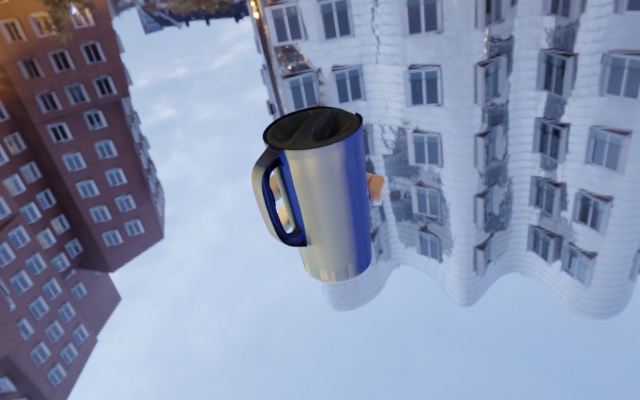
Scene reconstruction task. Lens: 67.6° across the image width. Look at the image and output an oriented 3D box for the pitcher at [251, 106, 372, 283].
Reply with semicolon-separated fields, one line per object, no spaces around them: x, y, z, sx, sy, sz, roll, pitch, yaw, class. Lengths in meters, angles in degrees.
0.000;0.002;0.677;0.149;0.243;0.145;-8;32;5;pitcher
